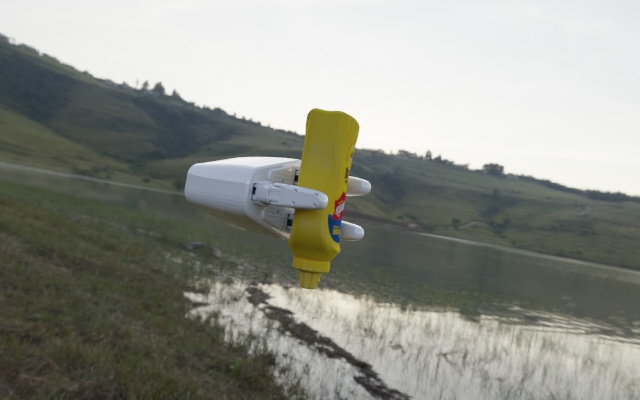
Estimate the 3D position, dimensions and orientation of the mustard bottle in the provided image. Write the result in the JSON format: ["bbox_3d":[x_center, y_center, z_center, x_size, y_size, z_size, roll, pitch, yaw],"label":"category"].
[{"bbox_3d":[0.000,0.002,0.527,0.058,0.191,0.096,9,-2,10],"label":"mustard bottle"}]
